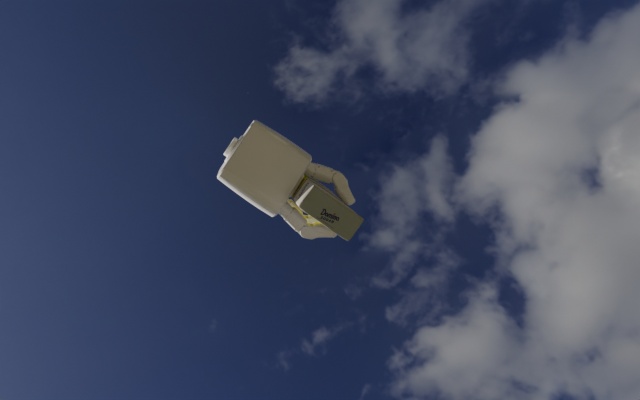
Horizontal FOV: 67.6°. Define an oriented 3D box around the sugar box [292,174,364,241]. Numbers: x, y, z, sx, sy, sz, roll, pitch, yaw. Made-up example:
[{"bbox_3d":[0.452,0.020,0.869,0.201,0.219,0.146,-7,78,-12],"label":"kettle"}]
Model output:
[{"bbox_3d":[0.000,0.003,0.752,0.093,0.048,0.176,35,5,-14],"label":"sugar box"}]
